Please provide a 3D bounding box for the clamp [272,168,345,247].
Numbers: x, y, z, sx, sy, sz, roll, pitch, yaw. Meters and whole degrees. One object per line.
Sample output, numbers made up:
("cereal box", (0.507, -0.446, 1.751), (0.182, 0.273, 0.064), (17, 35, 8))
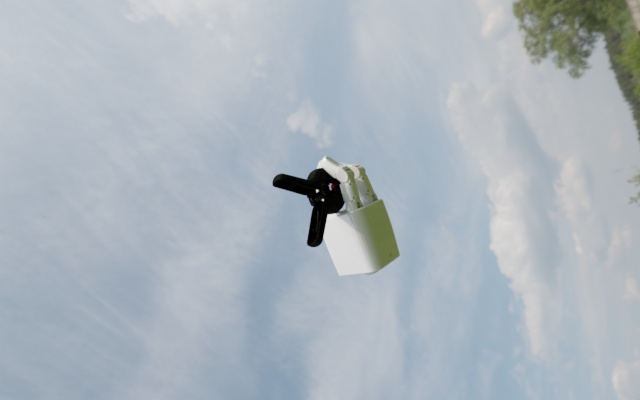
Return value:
("clamp", (0.000, 0.003, 0.759), (0.039, 0.120, 0.171), (-20, 0, 36))
